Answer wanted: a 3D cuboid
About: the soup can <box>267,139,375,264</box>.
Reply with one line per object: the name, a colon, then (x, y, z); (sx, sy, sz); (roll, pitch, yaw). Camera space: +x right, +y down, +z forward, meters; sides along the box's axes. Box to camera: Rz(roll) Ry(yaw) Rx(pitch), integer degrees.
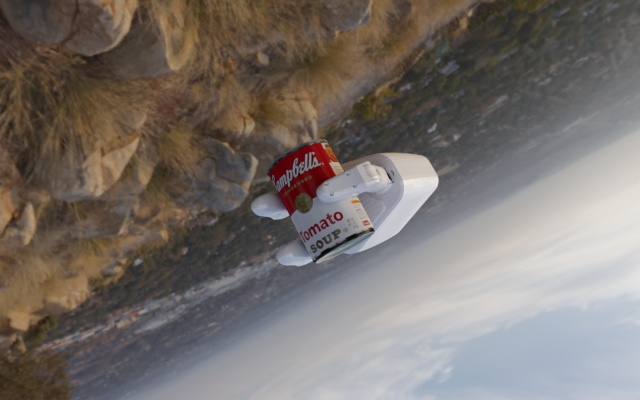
soup can: (0.000, 0.002, 0.464); (0.068, 0.102, 0.068); (-26, -12, -6)
